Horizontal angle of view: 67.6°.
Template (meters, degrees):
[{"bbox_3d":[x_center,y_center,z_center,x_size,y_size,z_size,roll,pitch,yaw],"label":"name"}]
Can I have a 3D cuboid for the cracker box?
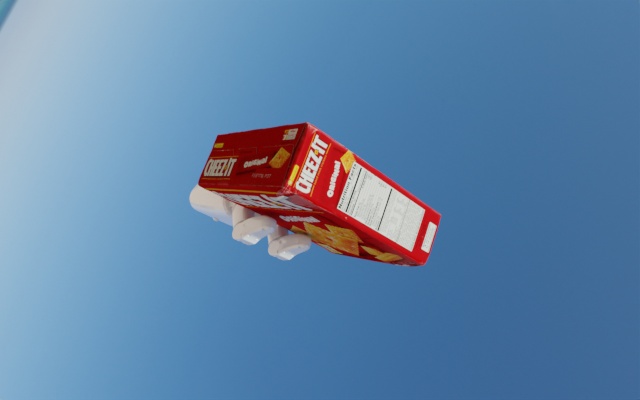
[{"bbox_3d":[0.000,0.002,0.523,0.214,0.072,0.164,29,-17,-37],"label":"cracker box"}]
